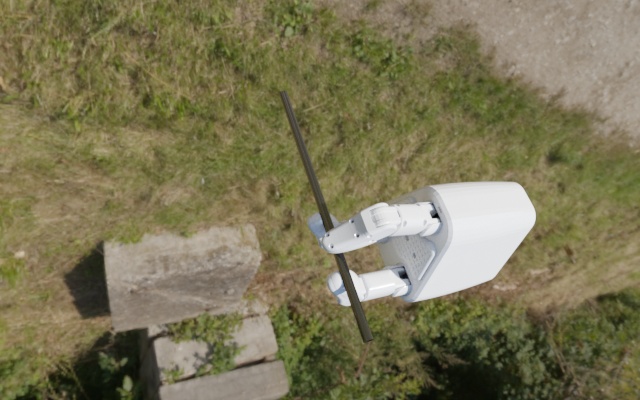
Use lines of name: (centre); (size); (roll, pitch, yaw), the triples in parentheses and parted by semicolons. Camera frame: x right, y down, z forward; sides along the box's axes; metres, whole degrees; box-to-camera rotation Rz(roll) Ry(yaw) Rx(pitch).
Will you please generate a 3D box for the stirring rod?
stirring rod: (0.000, 0.001, 0.405); (0.011, 0.239, 0.011); (-16, -25, -7)
